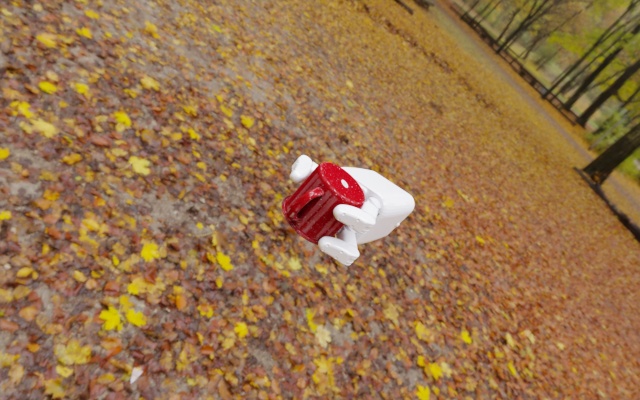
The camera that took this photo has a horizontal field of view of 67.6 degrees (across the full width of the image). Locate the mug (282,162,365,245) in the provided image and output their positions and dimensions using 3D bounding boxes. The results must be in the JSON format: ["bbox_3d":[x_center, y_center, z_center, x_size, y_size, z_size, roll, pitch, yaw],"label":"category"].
[{"bbox_3d":[-0.001,0.002,0.647,0.081,0.093,0.117,-48,-23,27],"label":"mug"}]
